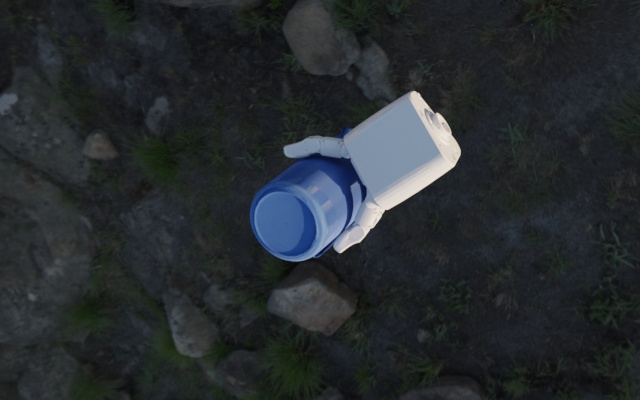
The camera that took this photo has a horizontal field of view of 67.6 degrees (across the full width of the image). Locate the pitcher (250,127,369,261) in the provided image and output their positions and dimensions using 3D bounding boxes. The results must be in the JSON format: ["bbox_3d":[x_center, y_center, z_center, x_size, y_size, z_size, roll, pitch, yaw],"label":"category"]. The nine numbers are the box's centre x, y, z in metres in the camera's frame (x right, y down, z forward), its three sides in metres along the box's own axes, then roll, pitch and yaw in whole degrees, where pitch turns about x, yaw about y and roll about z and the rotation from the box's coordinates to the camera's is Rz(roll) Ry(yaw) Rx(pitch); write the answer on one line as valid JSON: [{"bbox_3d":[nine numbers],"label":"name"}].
[{"bbox_3d":[0.000,0.002,0.698,0.145,0.149,0.242,-32,4,29],"label":"pitcher"}]
